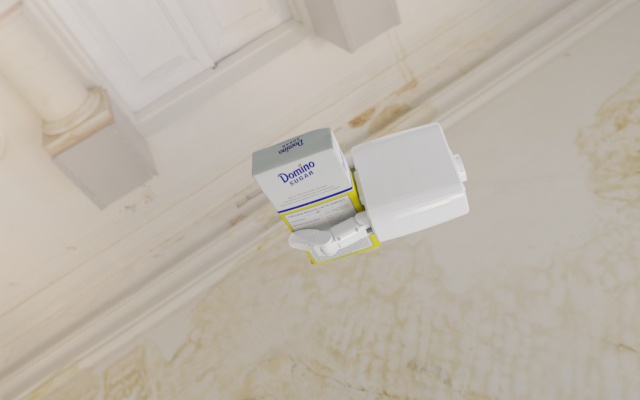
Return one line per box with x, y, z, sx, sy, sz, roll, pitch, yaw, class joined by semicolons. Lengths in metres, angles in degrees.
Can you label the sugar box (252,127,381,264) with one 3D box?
0.000;0.001;0.555;0.093;0.048;0.176;-18;-47;11;sugar box
